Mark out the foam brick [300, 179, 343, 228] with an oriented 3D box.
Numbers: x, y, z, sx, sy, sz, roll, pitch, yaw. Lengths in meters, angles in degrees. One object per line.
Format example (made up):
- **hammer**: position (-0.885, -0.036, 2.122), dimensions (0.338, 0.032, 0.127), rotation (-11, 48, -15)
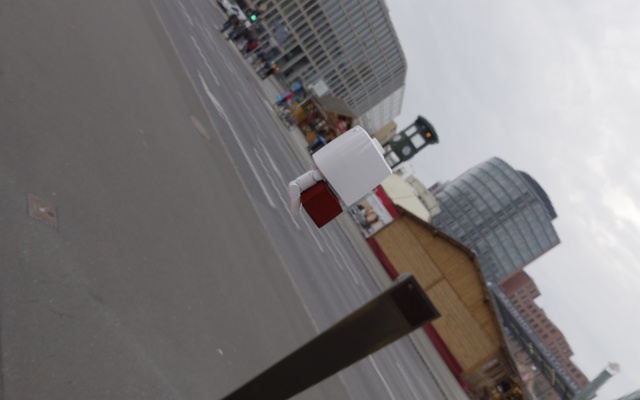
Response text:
- **foam brick**: position (0.000, 0.003, 0.829), dimensions (0.051, 0.053, 0.078), rotation (-35, 18, 5)
